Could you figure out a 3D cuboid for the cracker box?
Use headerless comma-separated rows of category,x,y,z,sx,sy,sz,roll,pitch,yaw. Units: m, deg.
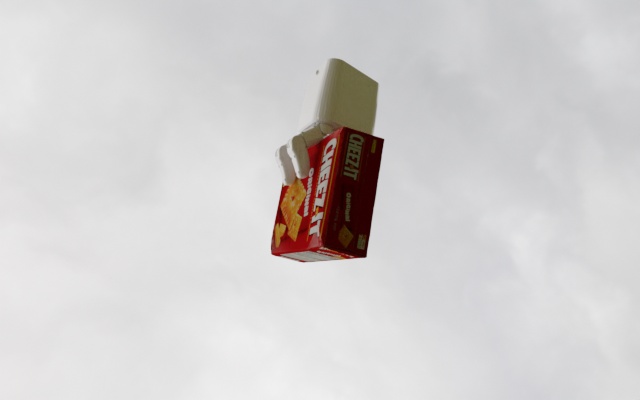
cracker box,0.000,0.002,0.698,0.072,0.164,0.214,15,-14,-21
